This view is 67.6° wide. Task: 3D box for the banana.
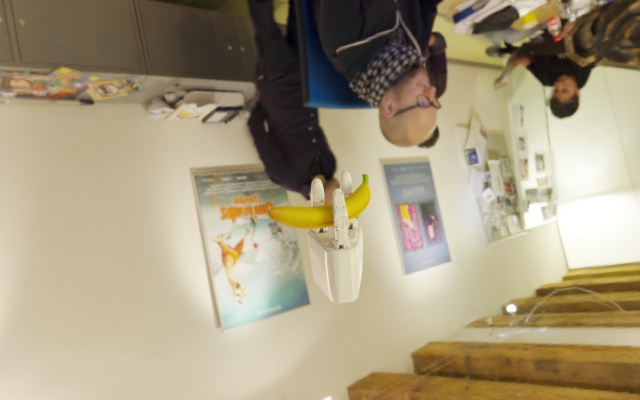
[{"bbox_3d":[0.012,0.014,0.809,0.198,0.037,0.069,-19,52,-23],"label":"banana"}]
